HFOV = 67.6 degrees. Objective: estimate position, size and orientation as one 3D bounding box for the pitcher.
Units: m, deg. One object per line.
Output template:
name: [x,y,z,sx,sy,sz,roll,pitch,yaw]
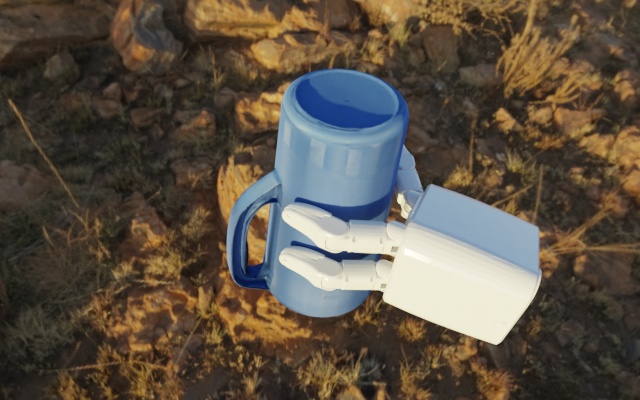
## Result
pitcher: [0.000,0.002,0.475,0.145,0.243,0.149,22,47,14]
